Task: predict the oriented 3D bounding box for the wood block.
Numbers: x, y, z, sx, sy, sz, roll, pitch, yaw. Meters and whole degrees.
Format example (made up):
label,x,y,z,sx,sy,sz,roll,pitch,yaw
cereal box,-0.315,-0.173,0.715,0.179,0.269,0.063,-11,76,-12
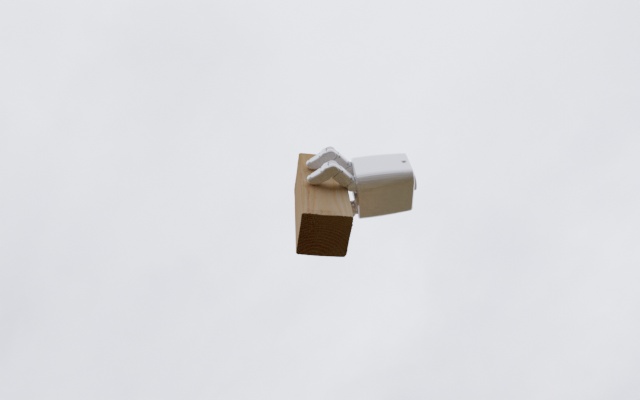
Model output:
label,x,y,z,sx,sy,sz,roll,pitch,yaw
wood block,0.000,0.003,0.887,0.090,0.091,0.206,4,33,-7
